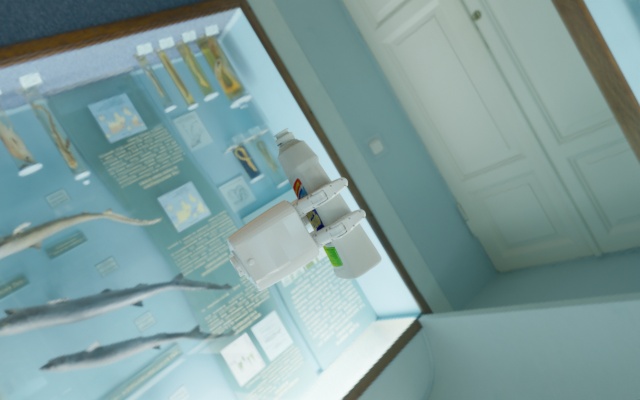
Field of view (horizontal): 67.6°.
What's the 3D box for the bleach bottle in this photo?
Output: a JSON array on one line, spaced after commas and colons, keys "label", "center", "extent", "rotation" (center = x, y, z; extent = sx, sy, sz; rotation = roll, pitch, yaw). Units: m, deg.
[{"label": "bleach bottle", "center": [0.000, 0.002, 0.757], "extent": [0.068, 0.251, 0.102], "rotation": [-32, 4, -17]}]
